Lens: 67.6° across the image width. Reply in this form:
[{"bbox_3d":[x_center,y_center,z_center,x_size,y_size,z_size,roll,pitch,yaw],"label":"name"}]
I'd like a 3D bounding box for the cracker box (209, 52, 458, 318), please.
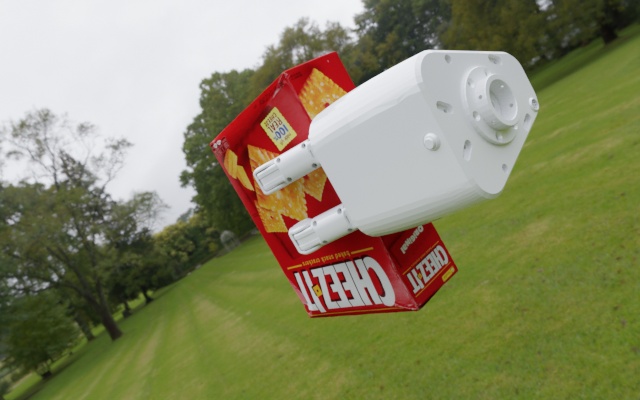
[{"bbox_3d":[0.000,0.001,0.443,0.072,0.214,0.164,-33,6,-36],"label":"cracker box"}]
